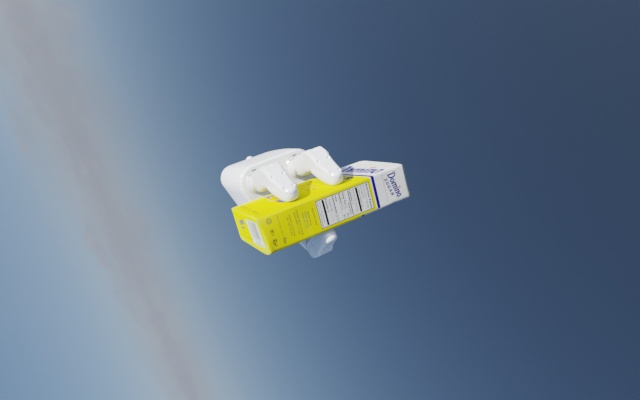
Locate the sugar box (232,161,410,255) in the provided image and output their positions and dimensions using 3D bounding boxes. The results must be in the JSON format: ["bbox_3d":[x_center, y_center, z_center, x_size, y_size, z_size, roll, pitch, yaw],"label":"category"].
[{"bbox_3d":[0.000,0.001,0.531,0.176,0.048,0.093,-24,17,-22],"label":"sugar box"}]
